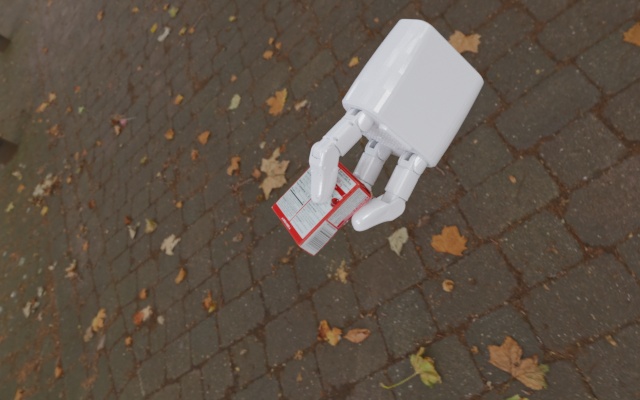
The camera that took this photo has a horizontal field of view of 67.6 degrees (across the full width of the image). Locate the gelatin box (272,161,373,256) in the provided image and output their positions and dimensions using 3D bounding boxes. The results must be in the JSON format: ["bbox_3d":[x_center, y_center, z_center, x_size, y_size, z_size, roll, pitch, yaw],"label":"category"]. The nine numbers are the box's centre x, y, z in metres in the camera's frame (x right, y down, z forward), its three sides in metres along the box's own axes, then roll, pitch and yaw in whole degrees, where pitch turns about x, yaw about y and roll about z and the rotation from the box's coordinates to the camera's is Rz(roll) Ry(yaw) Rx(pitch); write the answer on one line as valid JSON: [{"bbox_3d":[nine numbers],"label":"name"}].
[{"bbox_3d":[0.000,0.002,0.499,0.030,0.089,0.073,40,6,-44],"label":"gelatin box"}]
